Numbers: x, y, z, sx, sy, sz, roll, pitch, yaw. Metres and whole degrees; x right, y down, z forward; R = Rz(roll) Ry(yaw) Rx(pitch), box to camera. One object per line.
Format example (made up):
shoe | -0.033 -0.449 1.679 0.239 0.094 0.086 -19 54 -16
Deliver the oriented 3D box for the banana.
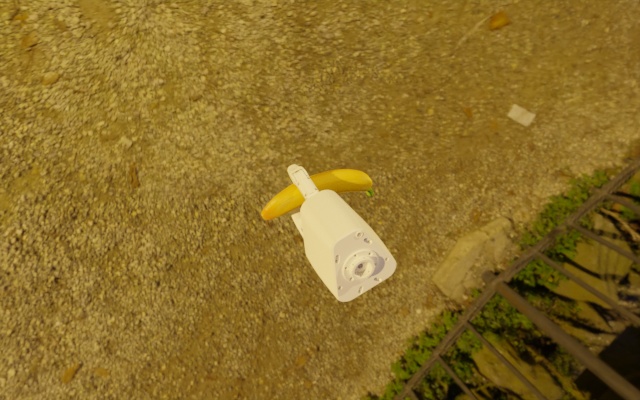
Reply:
banana | 0.004 -0.014 0.739 0.198 0.070 0.037 -11 38 -21
